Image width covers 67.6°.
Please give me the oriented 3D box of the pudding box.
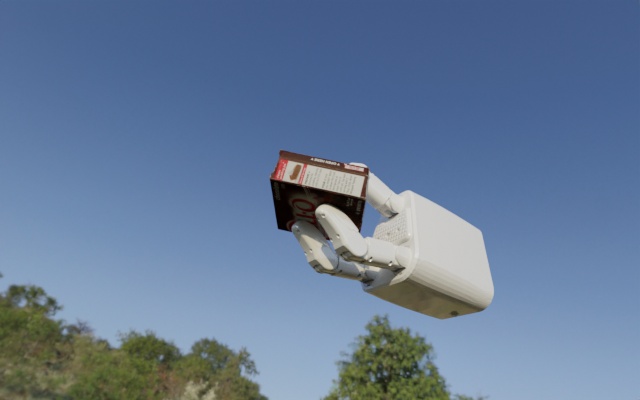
[{"bbox_3d":[0.000,0.001,0.479,0.090,0.039,0.114,11,-30,6],"label":"pudding box"}]
